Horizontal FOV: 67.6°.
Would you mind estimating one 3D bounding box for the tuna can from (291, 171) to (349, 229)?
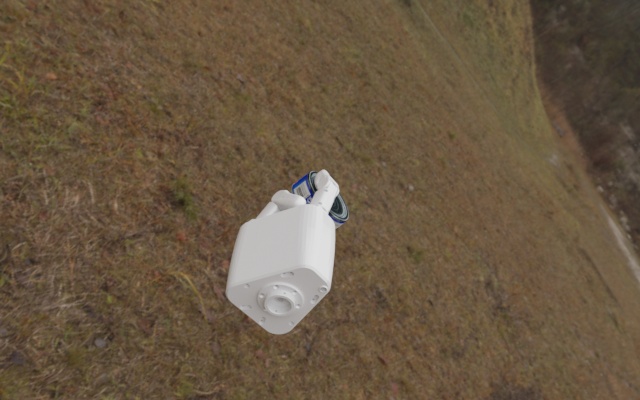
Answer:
[{"bbox_3d":[0.001,0.002,0.657,0.034,0.086,0.086,-37,-15,21],"label":"tuna can"}]
